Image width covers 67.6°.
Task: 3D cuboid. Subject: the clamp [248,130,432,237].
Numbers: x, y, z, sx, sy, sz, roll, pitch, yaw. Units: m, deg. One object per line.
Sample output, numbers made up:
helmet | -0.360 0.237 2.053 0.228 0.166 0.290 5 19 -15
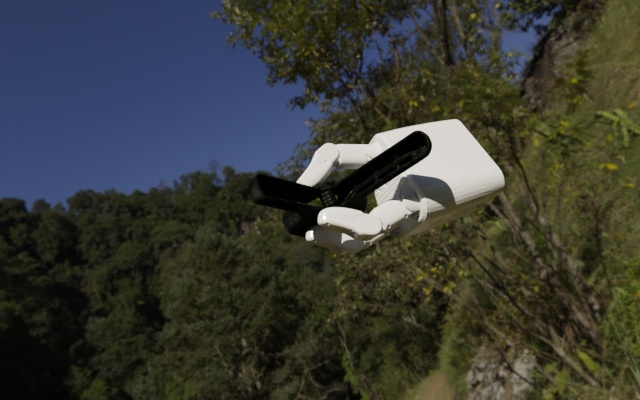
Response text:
clamp | 0.000 0.001 0.482 0.164 0.036 0.210 -13 -18 -19
